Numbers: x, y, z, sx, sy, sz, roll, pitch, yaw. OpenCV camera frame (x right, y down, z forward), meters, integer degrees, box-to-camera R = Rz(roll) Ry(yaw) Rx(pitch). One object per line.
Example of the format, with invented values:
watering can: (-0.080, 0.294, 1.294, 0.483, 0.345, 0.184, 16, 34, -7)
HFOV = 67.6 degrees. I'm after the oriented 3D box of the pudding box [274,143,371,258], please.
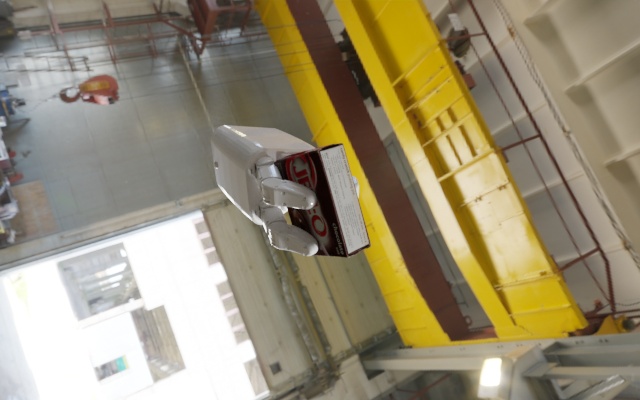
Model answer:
pudding box: (0.000, 0.002, 0.505, 0.039, 0.113, 0.090, -23, 9, -32)
